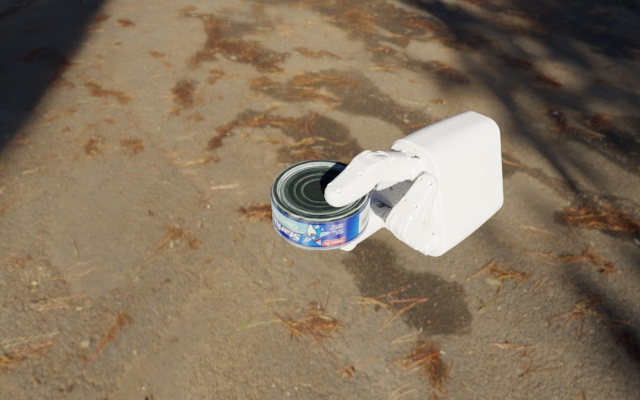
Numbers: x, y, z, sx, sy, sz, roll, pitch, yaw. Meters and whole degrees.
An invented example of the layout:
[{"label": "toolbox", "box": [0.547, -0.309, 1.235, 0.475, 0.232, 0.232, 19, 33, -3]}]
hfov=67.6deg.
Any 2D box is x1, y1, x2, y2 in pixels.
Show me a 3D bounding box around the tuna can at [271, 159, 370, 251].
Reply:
[{"label": "tuna can", "box": [0.000, 0.001, 0.412, 0.086, 0.034, 0.086, 0, 40, 0]}]
